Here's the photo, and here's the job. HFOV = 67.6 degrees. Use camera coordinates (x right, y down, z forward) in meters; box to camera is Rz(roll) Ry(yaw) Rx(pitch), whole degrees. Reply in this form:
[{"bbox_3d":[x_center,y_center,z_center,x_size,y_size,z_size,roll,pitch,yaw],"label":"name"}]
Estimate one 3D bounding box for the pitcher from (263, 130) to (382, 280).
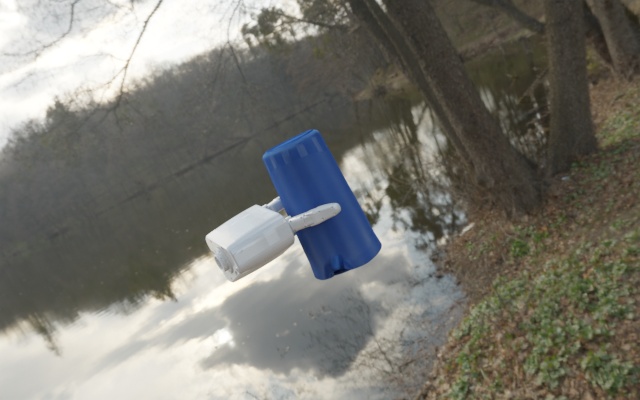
[{"bbox_3d":[0.000,0.003,0.841,0.145,0.243,0.149,-32,13,-28],"label":"pitcher"}]
